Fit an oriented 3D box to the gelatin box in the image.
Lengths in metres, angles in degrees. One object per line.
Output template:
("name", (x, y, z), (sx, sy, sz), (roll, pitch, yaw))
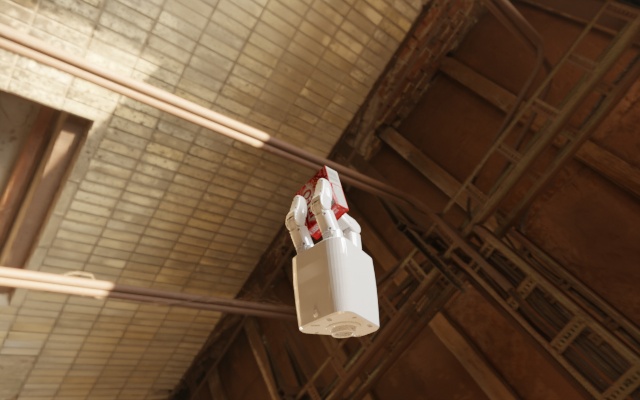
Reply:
("gelatin box", (0.000, 0.002, 0.727), (0.030, 0.089, 0.073), (27, -57, -34))
